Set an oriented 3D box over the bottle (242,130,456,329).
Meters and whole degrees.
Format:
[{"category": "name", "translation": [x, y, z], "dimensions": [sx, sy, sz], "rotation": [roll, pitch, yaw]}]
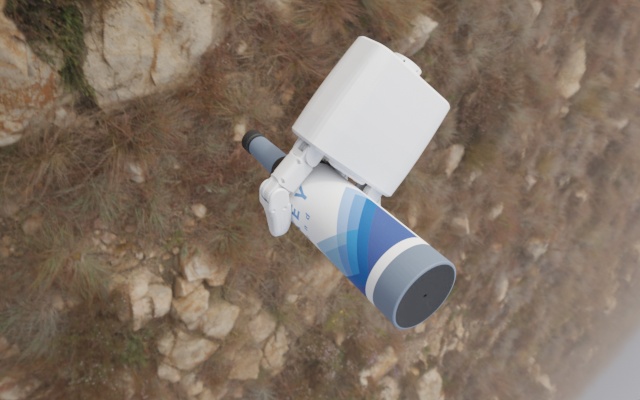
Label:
[{"category": "bottle", "translation": [0.000, 0.002, 0.468], "dimensions": [0.069, 0.069, 0.295], "rotation": [0, 30, -40]}]
